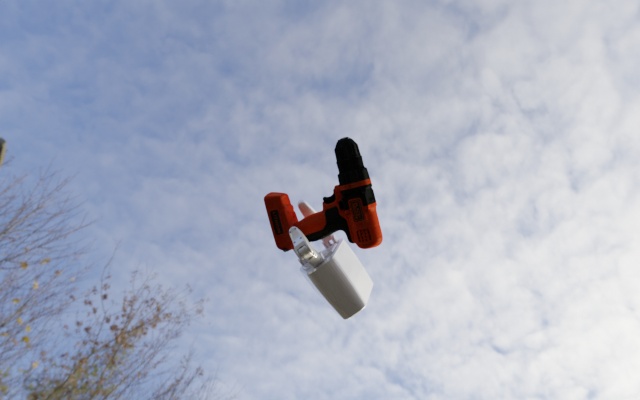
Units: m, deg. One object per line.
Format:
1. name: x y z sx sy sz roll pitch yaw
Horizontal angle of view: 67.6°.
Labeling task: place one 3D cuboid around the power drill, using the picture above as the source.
1. power drill: 0.000 0.003 0.800 0.187 0.184 0.057 -14 0 26
